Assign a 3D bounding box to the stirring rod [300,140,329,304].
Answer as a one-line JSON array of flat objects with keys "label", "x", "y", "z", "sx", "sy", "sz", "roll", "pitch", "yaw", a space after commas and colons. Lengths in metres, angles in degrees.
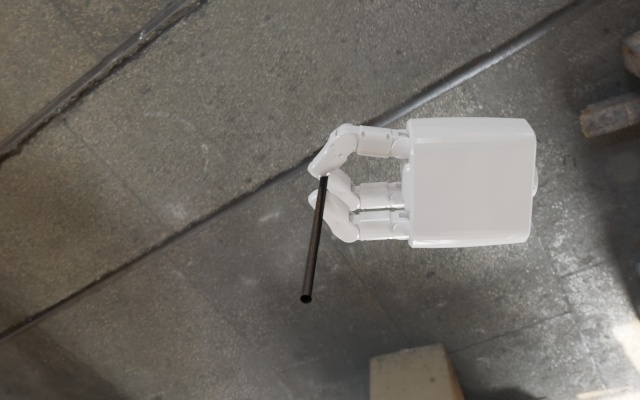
[{"label": "stirring rod", "x": 0.000, "y": 0.001, "z": 0.416, "sx": 0.011, "sy": 0.011, "sz": 0.239, "roll": 0, "pitch": 32, "yaw": 5}]
